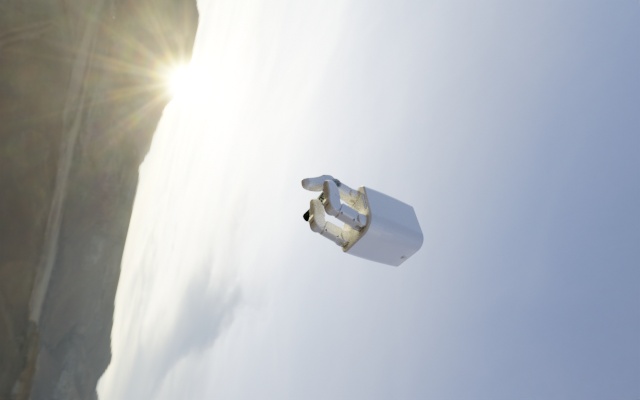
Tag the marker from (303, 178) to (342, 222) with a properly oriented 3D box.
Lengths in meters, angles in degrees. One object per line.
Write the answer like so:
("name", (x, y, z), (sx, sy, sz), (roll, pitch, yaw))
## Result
("marker", (0.000, 0.003, 0.819), (0.020, 0.020, 0.121), (0, -31, -31))
